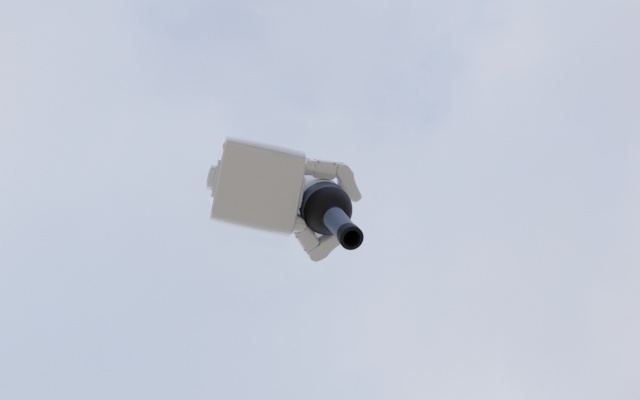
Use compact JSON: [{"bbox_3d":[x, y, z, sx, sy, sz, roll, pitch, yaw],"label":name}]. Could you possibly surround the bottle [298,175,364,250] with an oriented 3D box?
[{"bbox_3d":[0.000,0.002,0.651,0.069,0.069,0.295,0,15,-14],"label":"bottle"}]
